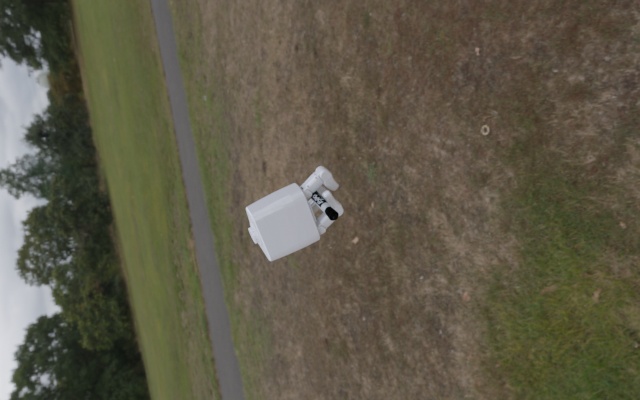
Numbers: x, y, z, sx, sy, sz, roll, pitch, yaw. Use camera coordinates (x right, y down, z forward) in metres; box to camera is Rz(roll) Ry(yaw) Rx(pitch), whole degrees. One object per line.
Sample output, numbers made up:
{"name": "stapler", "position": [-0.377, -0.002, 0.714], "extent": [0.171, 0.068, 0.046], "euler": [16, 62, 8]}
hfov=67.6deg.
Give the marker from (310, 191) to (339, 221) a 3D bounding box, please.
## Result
{"name": "marker", "position": [0.000, 0.003, 0.874], "extent": [0.020, 0.020, 0.121], "euler": [0, 27, -29]}
